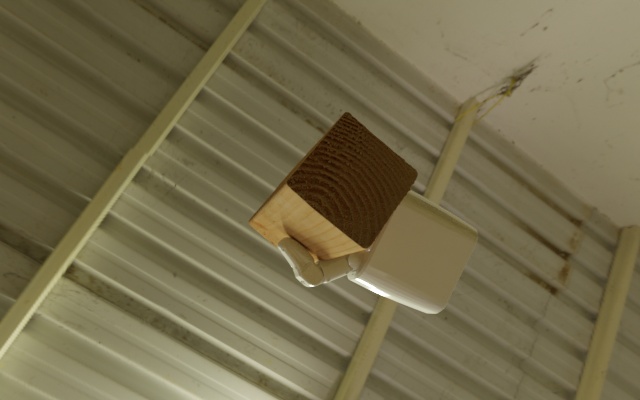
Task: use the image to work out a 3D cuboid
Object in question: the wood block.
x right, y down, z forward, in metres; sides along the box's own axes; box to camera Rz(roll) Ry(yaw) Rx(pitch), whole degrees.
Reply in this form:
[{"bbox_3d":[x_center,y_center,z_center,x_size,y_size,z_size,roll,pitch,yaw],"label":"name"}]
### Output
[{"bbox_3d":[0.000,0.002,0.501,0.090,0.090,0.206,40,-20,-6],"label":"wood block"}]
